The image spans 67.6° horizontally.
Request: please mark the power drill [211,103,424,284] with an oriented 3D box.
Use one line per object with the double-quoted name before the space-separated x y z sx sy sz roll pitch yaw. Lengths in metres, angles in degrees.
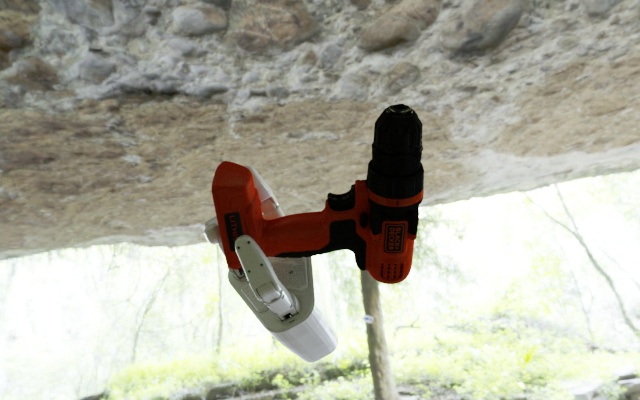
"power drill" 0.000 0.002 0.441 0.187 0.185 0.057 0 32 4
